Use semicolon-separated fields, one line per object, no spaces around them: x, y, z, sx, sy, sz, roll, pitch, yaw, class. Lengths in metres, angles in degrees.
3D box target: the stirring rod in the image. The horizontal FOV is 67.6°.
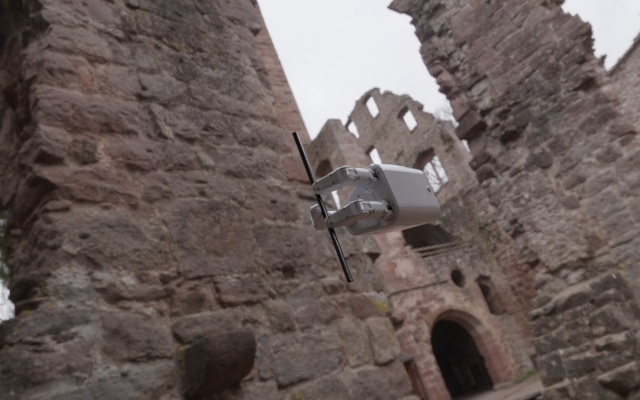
0.000;0.002;0.668;0.011;0.239;0.011;-17;-24;-8;stirring rod
